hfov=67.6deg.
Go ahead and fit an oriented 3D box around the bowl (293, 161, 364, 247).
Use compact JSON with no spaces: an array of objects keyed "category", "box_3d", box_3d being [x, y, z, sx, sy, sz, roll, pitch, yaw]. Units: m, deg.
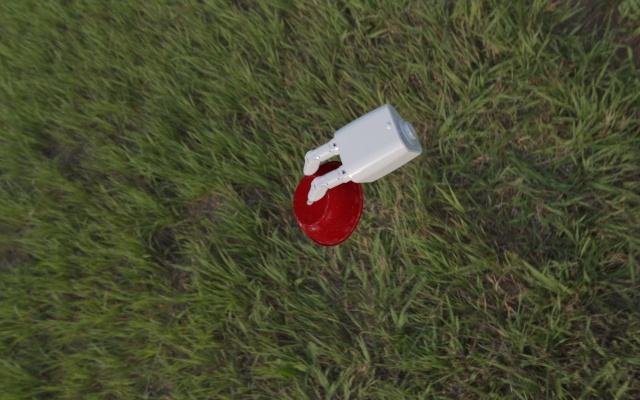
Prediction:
[{"category":"bowl","box_3d":[-0.001,0.004,0.876,0.162,0.162,0.055,0,-6,45]}]
